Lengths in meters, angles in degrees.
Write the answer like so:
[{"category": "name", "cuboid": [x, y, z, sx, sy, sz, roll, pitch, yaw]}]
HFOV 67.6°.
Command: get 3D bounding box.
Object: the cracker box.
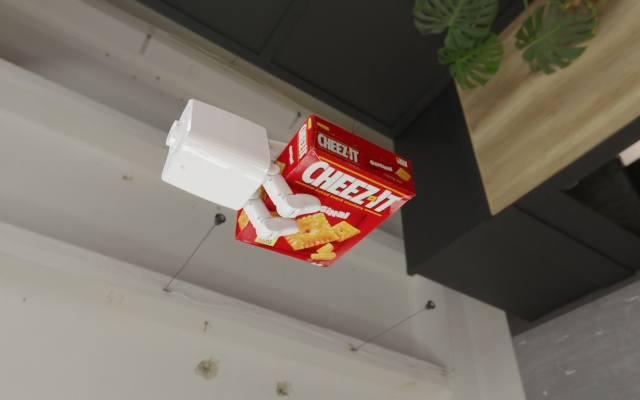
[{"category": "cracker box", "cuboid": [0.000, 0.002, 0.669, 0.164, 0.072, 0.214, 21, -44, -26]}]
